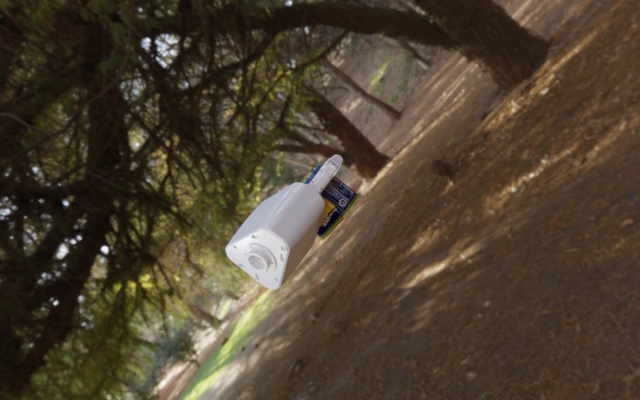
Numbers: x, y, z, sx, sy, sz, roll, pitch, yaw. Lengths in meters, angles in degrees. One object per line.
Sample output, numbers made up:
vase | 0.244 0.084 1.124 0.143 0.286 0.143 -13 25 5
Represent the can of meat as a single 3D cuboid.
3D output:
can of meat | 0.000 0.002 0.740 0.057 0.084 0.102 -53 2 -43
